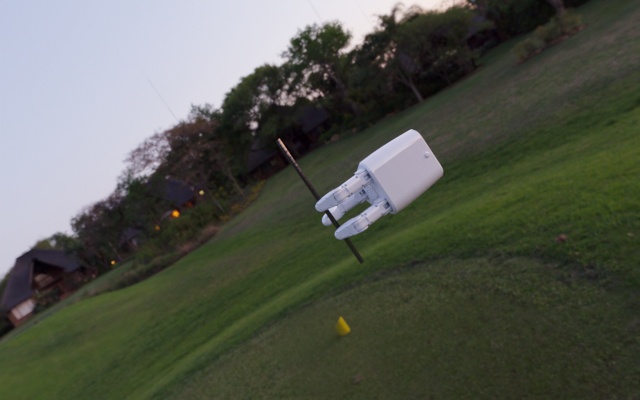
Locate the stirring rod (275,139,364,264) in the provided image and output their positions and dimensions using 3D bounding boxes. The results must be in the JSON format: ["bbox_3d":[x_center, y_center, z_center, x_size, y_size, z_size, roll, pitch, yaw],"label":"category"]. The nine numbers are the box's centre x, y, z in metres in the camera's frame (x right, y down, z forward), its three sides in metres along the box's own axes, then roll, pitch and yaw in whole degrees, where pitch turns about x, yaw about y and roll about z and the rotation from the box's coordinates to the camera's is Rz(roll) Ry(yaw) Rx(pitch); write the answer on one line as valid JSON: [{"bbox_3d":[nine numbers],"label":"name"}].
[{"bbox_3d":[0.000,0.003,0.767,0.011,0.239,0.011,-34,5,4],"label":"stirring rod"}]
